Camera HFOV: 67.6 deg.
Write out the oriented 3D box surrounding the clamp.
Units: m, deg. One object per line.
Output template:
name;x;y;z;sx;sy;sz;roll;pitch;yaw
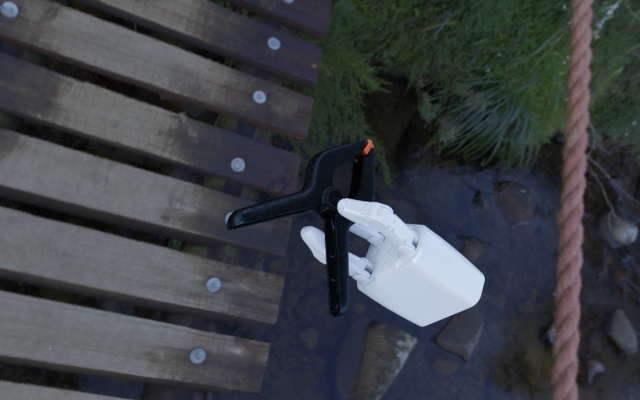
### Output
clamp;0.001;0.001;0.542;0.164;0.210;0.036;37;-30;-20
